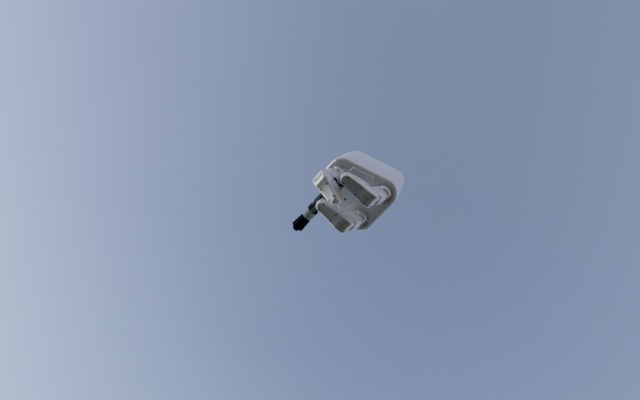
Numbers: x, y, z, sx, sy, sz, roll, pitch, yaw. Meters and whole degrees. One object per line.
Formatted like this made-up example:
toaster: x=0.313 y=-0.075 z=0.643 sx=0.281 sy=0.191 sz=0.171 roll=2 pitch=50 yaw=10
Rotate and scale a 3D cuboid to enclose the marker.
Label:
marker: x=0.000 y=0.002 z=0.695 sx=0.121 sy=0.020 sz=0.020 roll=-47 pitch=-22 yaw=23
